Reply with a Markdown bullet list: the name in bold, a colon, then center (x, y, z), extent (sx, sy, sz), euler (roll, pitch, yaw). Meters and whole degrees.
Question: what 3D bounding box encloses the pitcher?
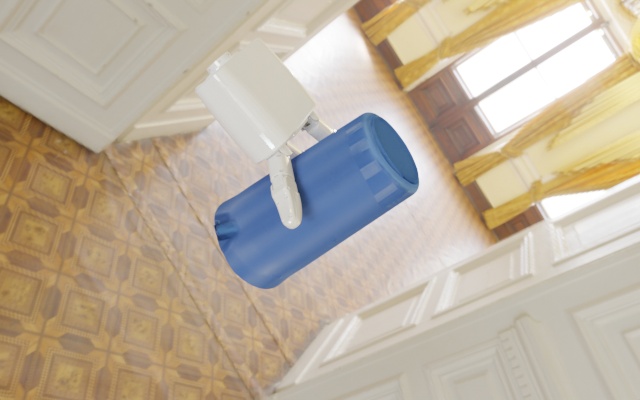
- **pitcher**: center (0.000, 0.002, 0.596), extent (0.243, 0.145, 0.149), euler (-33, 19, 27)
